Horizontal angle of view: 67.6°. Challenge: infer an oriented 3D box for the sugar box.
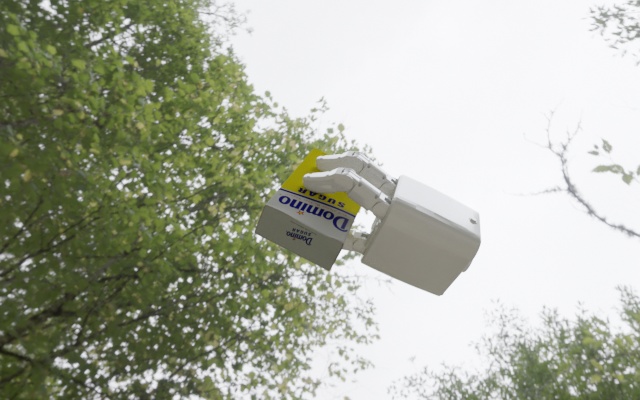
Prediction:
[{"bbox_3d":[0.000,0.001,0.566,0.093,0.048,0.176,27,28,3],"label":"sugar box"}]
